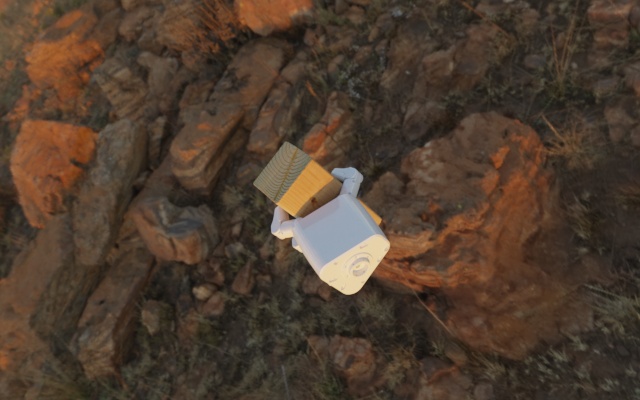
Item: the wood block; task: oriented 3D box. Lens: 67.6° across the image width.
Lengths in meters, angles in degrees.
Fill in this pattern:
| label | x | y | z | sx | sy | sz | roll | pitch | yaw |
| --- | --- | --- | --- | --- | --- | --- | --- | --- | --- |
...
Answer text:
| label | x | y | z | sx | sy | sz | roll | pitch | yaw |
| --- | --- | --- | --- | --- | --- | --- | --- | --- | --- |
| wood block | 0.000 | 0.003 | 0.813 | 0.206 | 0.091 | 0.090 | 39 | -1 | -41 |
